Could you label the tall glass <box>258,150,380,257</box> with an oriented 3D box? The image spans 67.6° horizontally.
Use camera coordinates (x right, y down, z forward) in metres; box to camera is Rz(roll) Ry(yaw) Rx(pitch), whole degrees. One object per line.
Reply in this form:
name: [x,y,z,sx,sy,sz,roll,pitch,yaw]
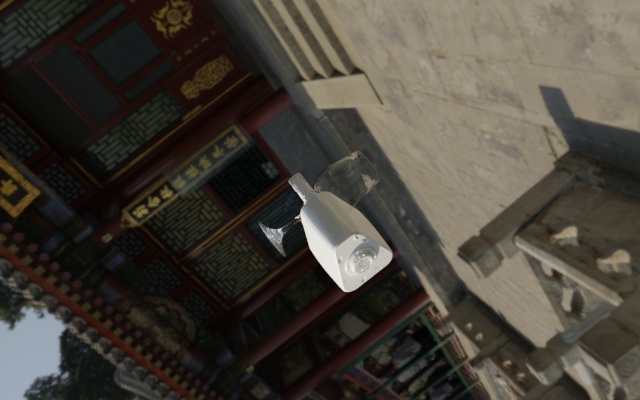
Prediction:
tall glass: [-0.001,0.003,0.782,0.201,0.079,0.079,-38,1,-2]
